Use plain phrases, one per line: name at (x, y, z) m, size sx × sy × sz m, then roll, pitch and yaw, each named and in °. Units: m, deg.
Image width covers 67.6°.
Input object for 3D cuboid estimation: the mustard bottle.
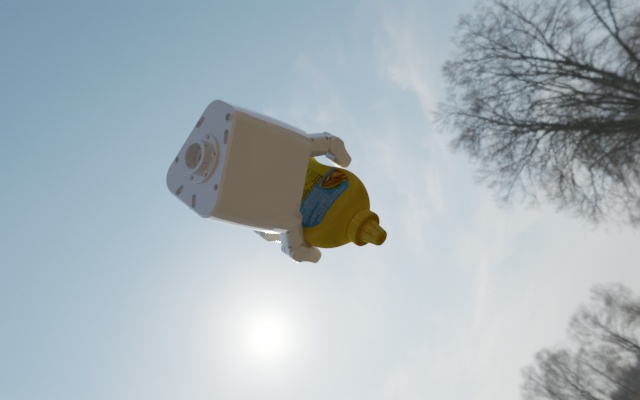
mustard bottle at (0.000, 0.002, 0.562) m, size 0.191 × 0.096 × 0.058 m, roll 30°, pitch -13°, yaw 38°
